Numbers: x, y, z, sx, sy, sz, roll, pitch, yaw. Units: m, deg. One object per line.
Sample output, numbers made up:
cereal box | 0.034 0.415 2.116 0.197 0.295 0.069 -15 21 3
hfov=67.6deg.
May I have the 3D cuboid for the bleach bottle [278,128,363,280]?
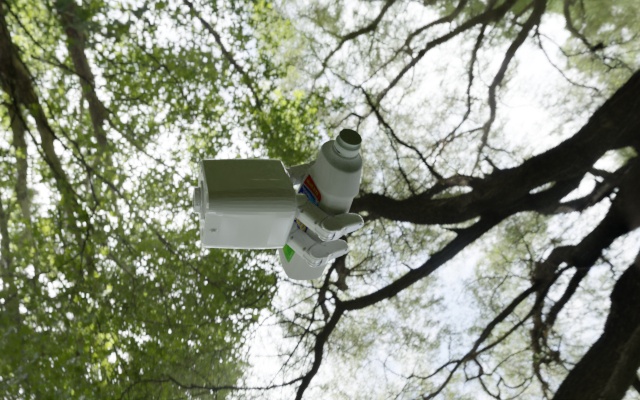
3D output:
bleach bottle | 0.000 0.002 0.640 0.068 0.102 0.251 0 -41 -20
